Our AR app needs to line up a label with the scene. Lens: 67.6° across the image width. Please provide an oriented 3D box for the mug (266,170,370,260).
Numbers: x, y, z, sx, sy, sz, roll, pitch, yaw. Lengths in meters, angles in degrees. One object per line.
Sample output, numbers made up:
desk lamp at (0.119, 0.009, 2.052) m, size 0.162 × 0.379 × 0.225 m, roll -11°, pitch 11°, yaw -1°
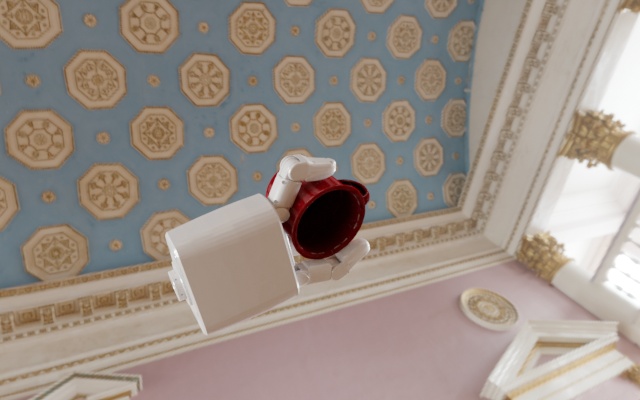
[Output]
mug at (0.001, 0.001, 0.545) m, size 0.117 × 0.093 × 0.081 m, roll -22°, pitch 39°, yaw -23°
